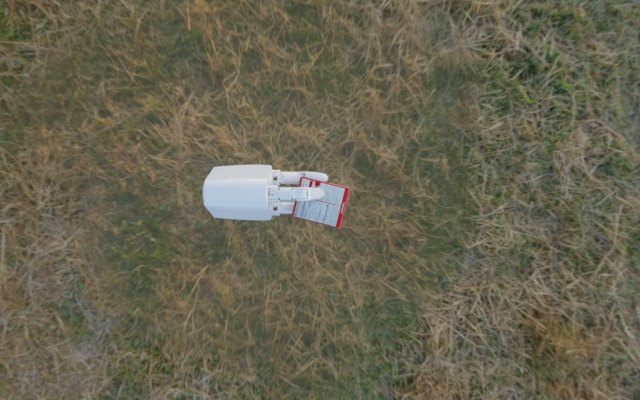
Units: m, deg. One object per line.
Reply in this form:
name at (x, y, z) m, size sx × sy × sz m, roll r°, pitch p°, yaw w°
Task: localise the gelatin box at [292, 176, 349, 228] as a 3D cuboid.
gelatin box at (0.000, 0.003, 0.841) m, size 0.089 × 0.073 × 0.030 m, roll 14°, pitch 2°, yaw 2°
